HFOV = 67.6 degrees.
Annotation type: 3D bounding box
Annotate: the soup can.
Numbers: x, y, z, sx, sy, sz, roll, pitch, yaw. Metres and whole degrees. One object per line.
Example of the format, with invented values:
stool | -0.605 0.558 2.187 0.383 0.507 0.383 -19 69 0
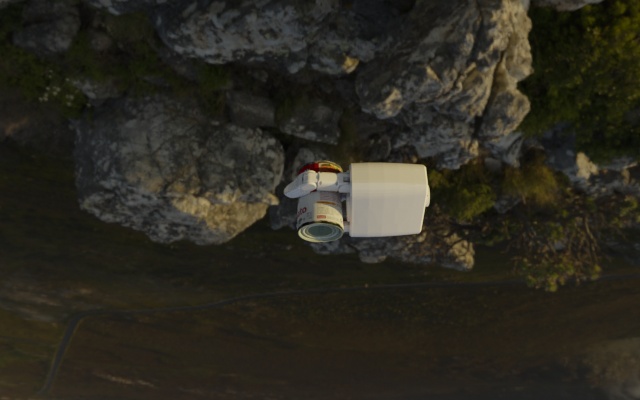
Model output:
soup can | 0.000 0.002 0.700 0.068 0.102 0.068 0 -29 0
